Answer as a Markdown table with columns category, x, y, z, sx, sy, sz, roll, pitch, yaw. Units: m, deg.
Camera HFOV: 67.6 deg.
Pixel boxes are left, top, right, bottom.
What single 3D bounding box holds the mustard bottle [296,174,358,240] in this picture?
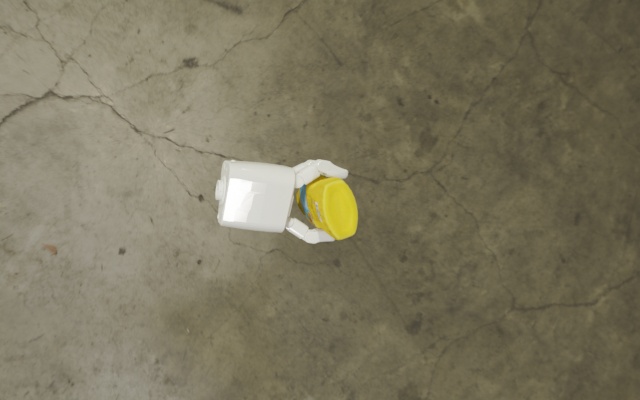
| category | x | y | z | sx | sy | sz | roll | pitch | yaw |
| --- | --- | --- | --- | --- | --- | --- | --- | --- | --- |
| mustard bottle | 0.001 | 0.003 | 0.821 | 0.058 | 0.096 | 0.191 | -19 | 14 | -16 |
